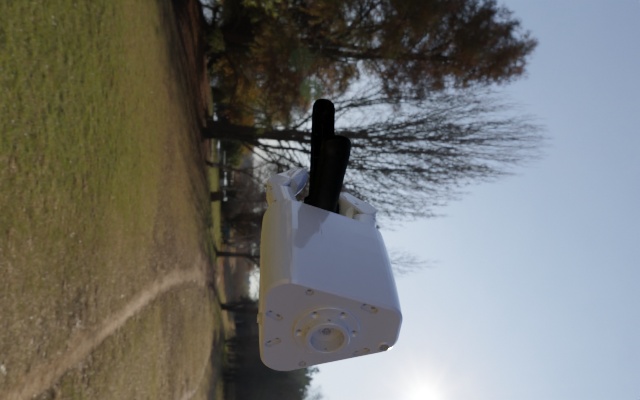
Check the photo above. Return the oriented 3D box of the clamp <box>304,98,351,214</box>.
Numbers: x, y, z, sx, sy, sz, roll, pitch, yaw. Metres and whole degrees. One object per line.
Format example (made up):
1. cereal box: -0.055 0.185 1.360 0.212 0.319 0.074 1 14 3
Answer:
1. clamp: 0.001 0.002 0.500 0.036 0.210 0.164 4 30 -5
